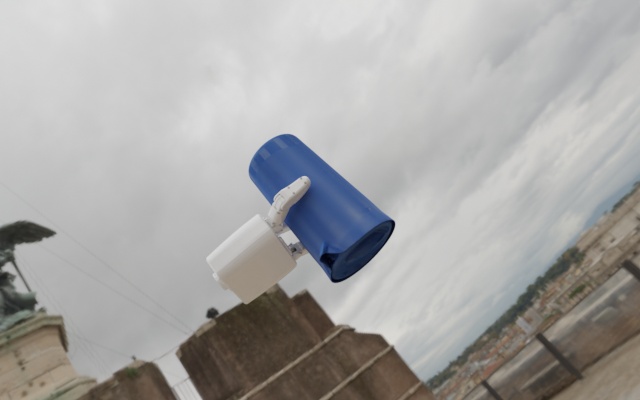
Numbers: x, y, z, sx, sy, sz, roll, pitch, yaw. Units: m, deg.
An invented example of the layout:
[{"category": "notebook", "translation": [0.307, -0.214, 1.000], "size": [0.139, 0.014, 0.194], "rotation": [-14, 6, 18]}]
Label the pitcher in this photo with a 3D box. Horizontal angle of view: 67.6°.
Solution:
[{"category": "pitcher", "translation": [0.000, 0.003, 0.777], "size": [0.145, 0.242, 0.149], "rotation": [-40, -24, -8]}]
